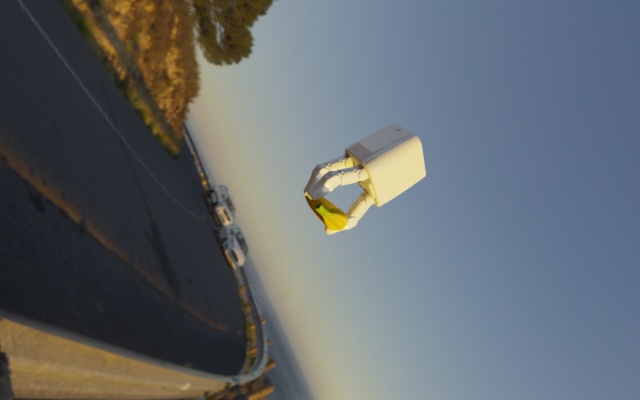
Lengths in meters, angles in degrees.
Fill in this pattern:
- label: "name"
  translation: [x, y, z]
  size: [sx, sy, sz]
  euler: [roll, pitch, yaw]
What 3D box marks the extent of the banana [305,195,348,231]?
- label: "banana"
  translation: [0.012, 0.018, 0.810]
  size: [0.037, 0.069, 0.198]
  euler: [-38, 9, -3]
